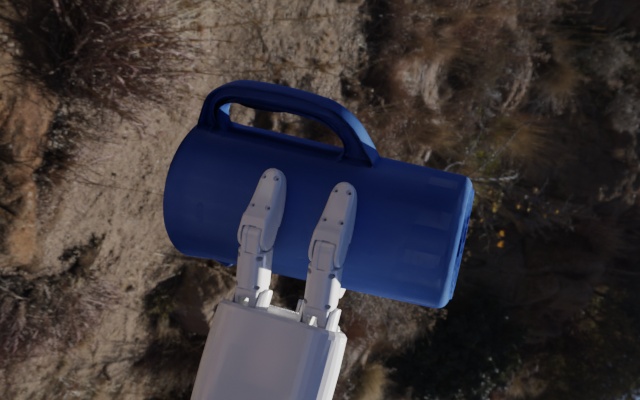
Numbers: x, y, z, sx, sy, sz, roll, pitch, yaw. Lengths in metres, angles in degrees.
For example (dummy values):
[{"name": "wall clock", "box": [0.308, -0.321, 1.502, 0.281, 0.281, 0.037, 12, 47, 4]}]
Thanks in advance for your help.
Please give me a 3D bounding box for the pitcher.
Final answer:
[{"name": "pitcher", "box": [0.000, 0.002, 0.409, 0.243, 0.145, 0.149, 12, -16, 18]}]
